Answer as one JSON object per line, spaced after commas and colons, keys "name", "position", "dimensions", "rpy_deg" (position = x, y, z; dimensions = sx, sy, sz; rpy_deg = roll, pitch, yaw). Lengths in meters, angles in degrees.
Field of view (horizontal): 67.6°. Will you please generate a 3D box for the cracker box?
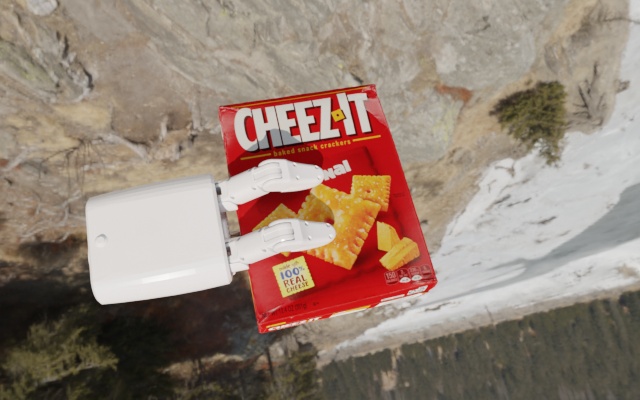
{"name": "cracker box", "position": [0.000, 0.002, 0.462], "dimensions": [0.164, 0.213, 0.072], "rpy_deg": [-10, -19, -10]}
